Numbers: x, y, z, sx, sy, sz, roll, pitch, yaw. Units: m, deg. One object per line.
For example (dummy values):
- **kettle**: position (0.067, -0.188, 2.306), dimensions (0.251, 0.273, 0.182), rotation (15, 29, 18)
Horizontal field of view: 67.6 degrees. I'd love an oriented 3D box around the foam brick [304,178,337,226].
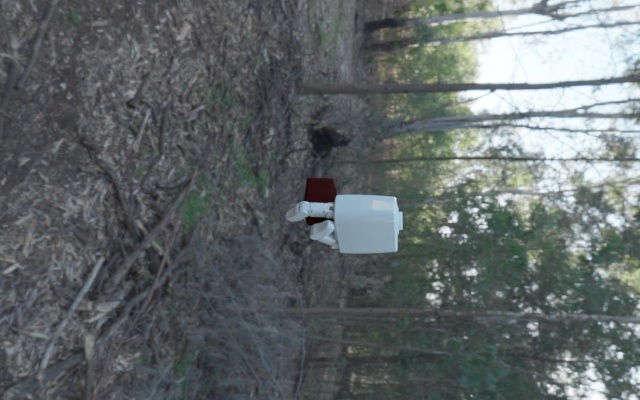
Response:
- **foam brick**: position (0.000, 0.003, 0.899), dimensions (0.051, 0.078, 0.053), rotation (-1, -29, 12)
